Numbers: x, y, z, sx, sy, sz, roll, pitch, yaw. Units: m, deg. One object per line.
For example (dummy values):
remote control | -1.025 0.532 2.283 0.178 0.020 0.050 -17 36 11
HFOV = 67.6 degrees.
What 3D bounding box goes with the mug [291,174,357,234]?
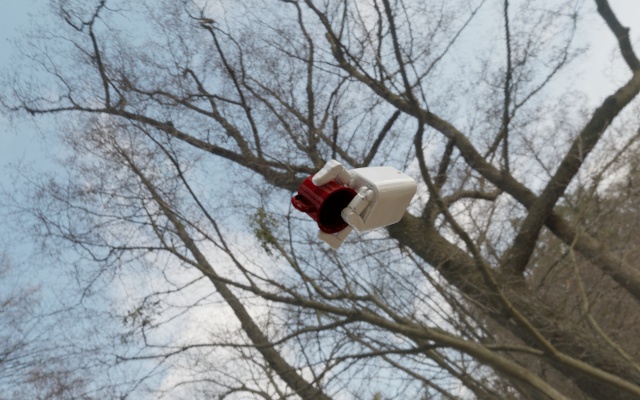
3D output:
mug | -0.001 0.003 0.869 0.117 0.093 0.081 -8 30 -34
